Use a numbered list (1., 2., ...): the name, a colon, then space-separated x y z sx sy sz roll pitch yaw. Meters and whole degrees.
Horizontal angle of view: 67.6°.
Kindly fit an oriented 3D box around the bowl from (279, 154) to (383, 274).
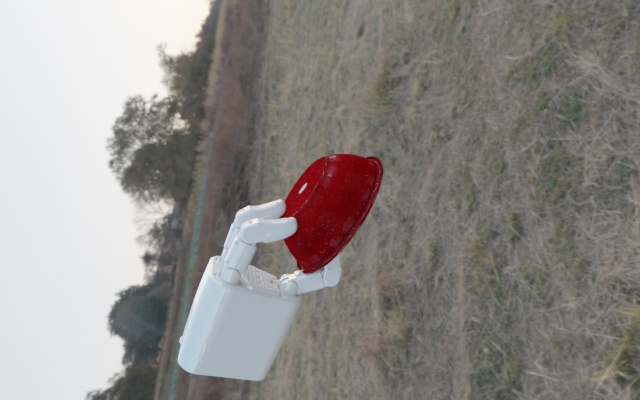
1. bowl: 0.000 0.000 0.555 0.055 0.162 0.162 34 -11 -16
